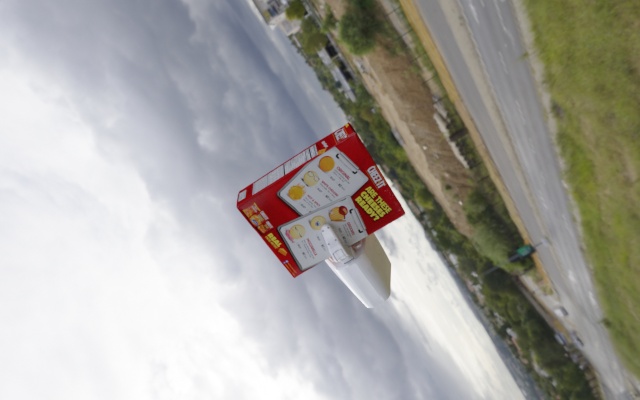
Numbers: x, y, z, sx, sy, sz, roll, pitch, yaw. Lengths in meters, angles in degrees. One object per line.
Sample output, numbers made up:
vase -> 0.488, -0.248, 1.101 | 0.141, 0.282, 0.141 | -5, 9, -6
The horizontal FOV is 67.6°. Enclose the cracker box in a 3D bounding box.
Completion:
cracker box -> 0.000, 0.003, 0.763 | 0.214, 0.164, 0.072 | -31, 25, 8
